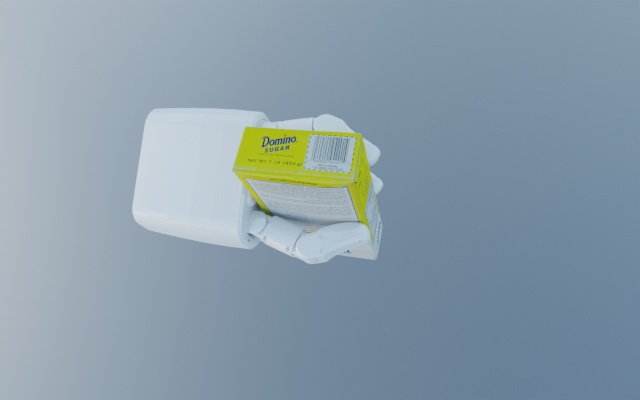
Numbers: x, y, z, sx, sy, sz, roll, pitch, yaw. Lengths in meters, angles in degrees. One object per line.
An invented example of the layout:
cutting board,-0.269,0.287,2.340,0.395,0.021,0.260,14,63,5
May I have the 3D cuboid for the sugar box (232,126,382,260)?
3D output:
sugar box,0.000,0.001,0.417,0.093,0.048,0.176,7,-20,14
